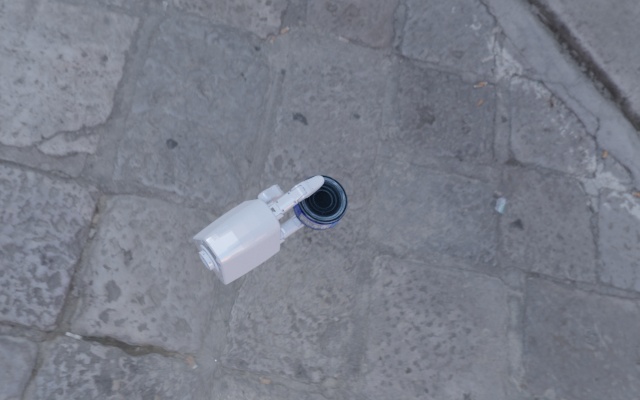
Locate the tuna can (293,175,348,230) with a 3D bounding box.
[{"bbox_3d":[0.000,0.002,0.766,0.086,0.086,0.034,0,-21,-17],"label":"tuna can"}]
